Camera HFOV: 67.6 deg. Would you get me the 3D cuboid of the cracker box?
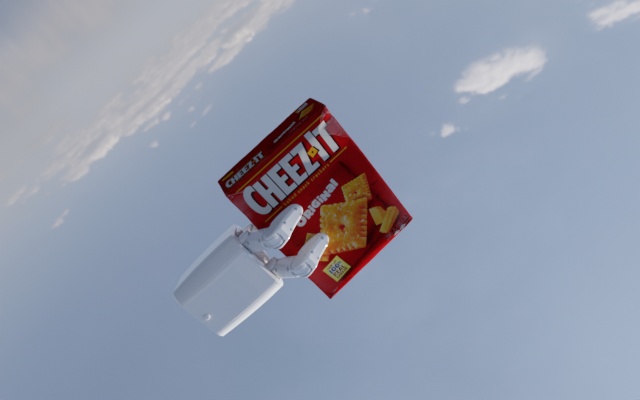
[{"bbox_3d":[0.000,0.002,0.632,0.214,0.164,0.072,48,-3,-27],"label":"cracker box"}]
